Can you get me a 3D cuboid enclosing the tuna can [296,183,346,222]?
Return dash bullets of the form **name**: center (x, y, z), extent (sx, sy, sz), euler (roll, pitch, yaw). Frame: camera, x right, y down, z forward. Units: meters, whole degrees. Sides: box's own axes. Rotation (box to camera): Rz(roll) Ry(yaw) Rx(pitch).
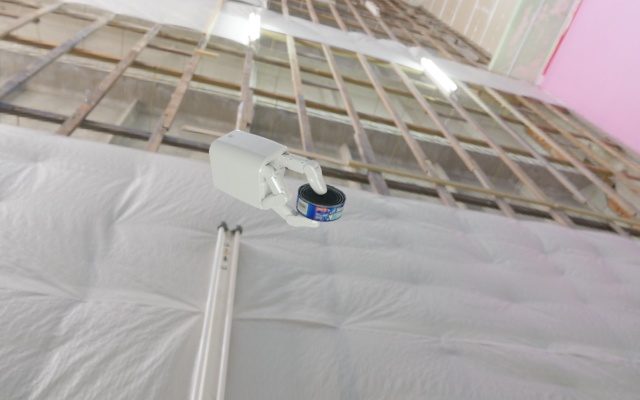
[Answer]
- **tuna can**: center (0.000, 0.003, 0.836), extent (0.086, 0.034, 0.086), euler (8, 27, -4)
